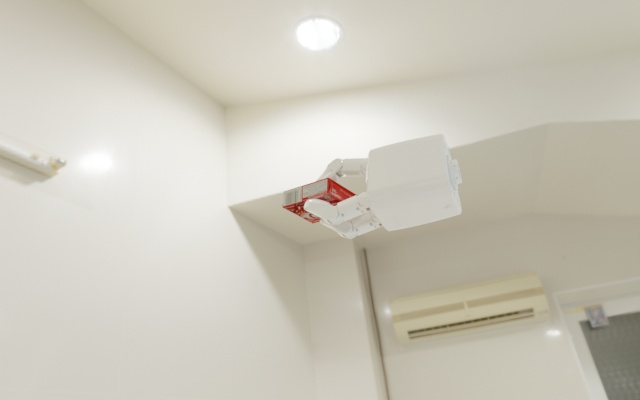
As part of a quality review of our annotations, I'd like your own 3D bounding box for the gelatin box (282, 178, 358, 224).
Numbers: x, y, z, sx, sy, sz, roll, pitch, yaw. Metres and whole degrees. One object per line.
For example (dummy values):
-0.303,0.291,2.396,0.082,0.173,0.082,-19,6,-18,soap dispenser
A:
0.000,0.002,0.708,0.089,0.030,0.073,-16,-31,34,gelatin box
